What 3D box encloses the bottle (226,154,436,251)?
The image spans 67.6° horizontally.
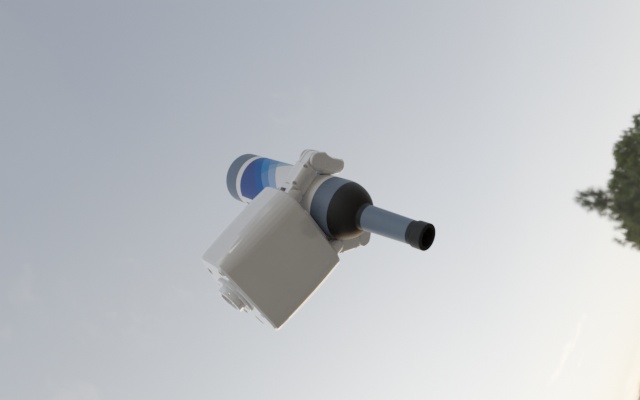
[{"bbox_3d":[0.000,0.002,0.550,0.069,0.069,0.295,0,13,-45],"label":"bottle"}]
